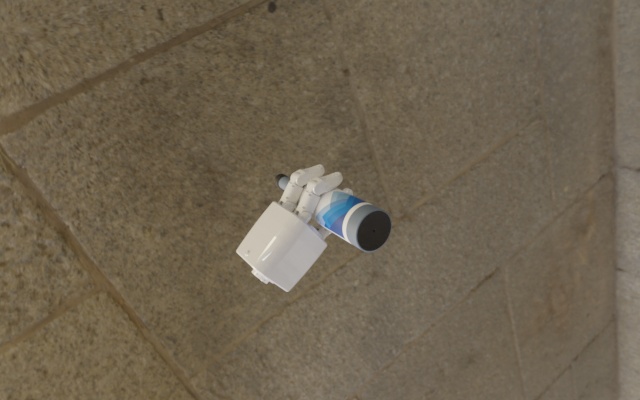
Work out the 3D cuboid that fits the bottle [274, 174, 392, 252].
[{"bbox_3d":[0.000,0.003,0.807,0.069,0.069,0.295,0,16,-34],"label":"bottle"}]
